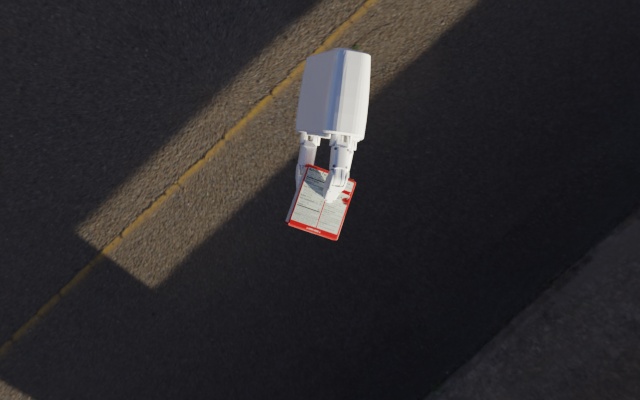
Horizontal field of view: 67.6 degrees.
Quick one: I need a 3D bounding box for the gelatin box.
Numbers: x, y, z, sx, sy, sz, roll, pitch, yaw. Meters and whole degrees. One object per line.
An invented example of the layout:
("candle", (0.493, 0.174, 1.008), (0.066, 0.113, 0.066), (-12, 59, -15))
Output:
("gelatin box", (0.000, 0.003, 0.664), (0.073, 0.089, 0.030), (19, -3, -13))
